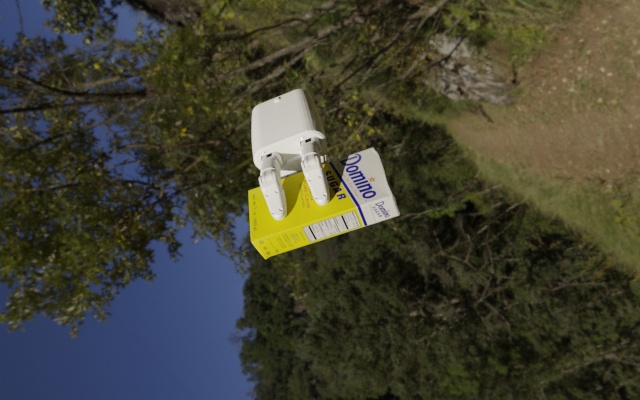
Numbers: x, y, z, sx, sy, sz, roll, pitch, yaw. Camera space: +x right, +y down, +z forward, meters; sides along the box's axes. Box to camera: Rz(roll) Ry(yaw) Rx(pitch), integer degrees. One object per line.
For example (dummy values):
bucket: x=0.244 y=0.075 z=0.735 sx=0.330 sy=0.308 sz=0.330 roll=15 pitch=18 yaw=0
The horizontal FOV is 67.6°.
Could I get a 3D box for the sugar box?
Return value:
sugar box: x=0.000 y=0.002 z=0.593 sx=0.176 sy=0.093 sz=0.048 roll=-21 pitch=-45 yaw=9
